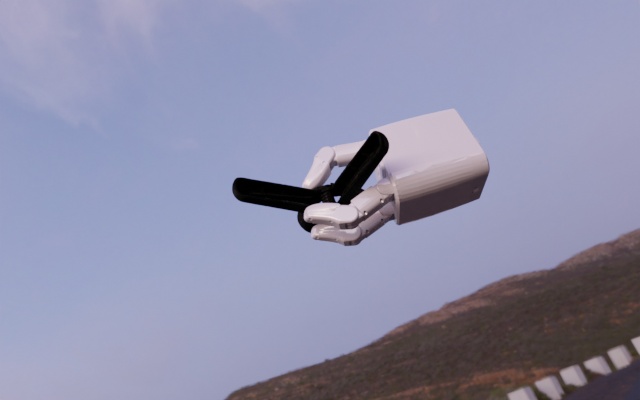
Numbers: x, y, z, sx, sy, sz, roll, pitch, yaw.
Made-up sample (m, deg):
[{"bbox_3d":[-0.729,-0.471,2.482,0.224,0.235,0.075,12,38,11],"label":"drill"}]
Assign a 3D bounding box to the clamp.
[{"bbox_3d":[0.000,0.001,0.555,0.164,0.036,0.210,-14,-26,2],"label":"clamp"}]
